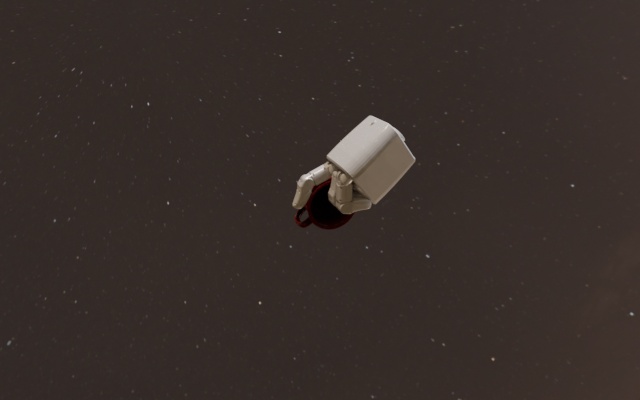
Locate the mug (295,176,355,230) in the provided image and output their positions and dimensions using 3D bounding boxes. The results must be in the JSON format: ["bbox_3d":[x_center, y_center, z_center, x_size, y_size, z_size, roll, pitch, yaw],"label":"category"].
[{"bbox_3d":[-0.001,0.004,0.868,0.093,0.117,0.081,44,2,-29],"label":"mug"}]
